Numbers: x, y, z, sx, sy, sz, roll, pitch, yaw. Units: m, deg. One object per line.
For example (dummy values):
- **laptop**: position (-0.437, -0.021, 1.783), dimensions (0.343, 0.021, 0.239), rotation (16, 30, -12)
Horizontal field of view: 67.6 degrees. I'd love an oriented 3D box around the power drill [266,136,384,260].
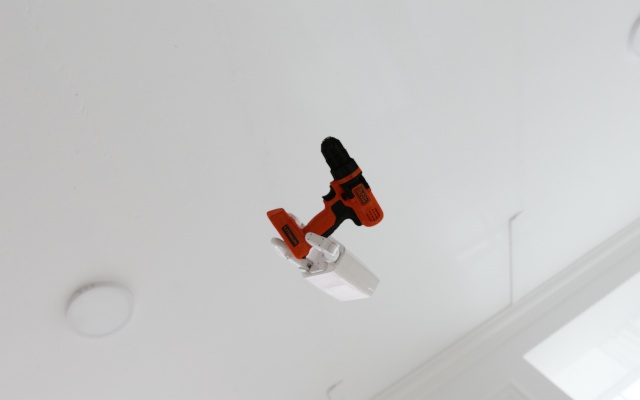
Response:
- **power drill**: position (0.000, 0.003, 0.856), dimensions (0.187, 0.184, 0.057), rotation (-33, 12, -3)
